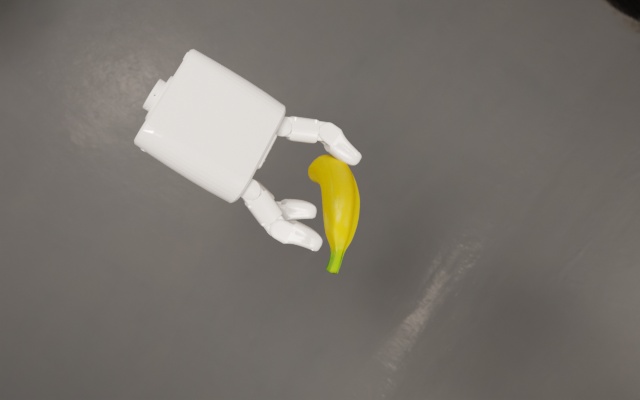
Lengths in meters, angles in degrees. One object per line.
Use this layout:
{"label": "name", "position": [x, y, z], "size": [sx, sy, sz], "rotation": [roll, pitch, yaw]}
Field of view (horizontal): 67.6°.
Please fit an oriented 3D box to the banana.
{"label": "banana", "position": [0.010, -0.010, 0.515], "size": [0.037, 0.070, 0.197], "rotation": [27, 25, -19]}
